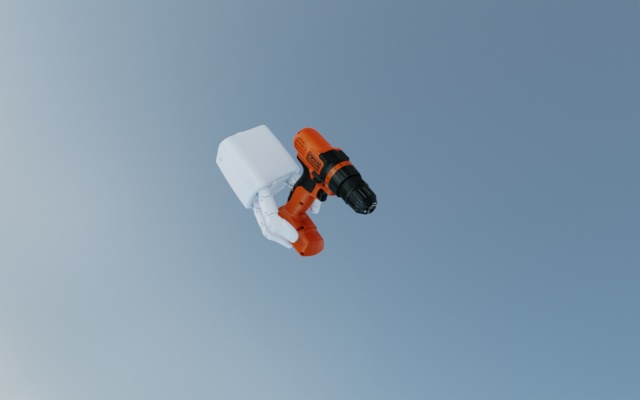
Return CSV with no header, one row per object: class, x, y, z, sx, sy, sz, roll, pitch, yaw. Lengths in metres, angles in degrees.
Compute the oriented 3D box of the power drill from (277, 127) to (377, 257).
power drill,0.000,0.003,0.776,0.057,0.188,0.184,-11,49,-40
